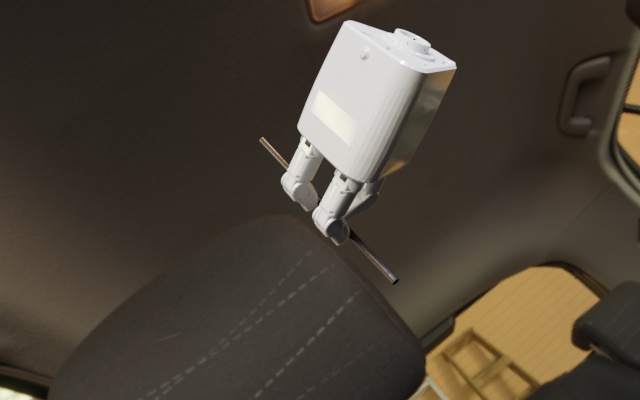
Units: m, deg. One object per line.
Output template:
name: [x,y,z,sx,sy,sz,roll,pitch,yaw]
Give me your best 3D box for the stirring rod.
stirring rod: [0.000,0.002,0.507,0.011,0.011,0.239,0,38,-48]
